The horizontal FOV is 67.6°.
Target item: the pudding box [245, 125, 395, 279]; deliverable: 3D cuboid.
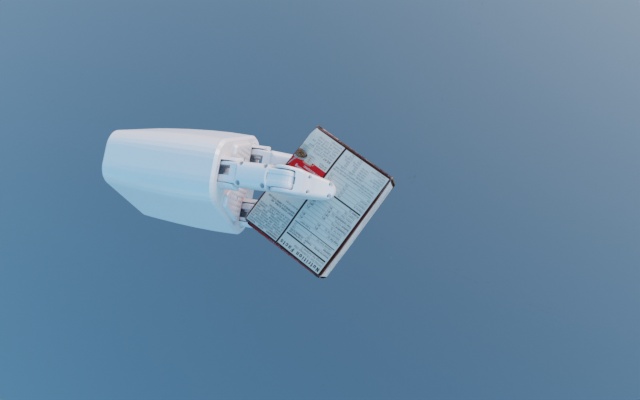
[{"bbox_3d":[0.000,0.001,0.439,0.090,0.113,0.039,37,1,12],"label":"pudding box"}]
